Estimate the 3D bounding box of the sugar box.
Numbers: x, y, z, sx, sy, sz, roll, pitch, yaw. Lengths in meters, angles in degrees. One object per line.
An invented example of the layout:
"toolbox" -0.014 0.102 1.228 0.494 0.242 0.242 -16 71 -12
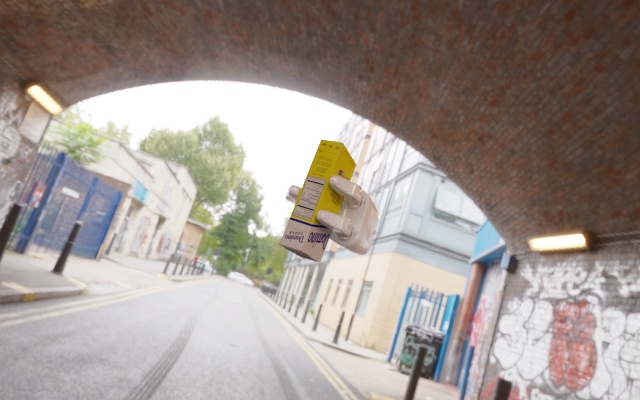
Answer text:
"sugar box" 0.001 0.002 0.741 0.048 0.176 0.093 14 -12 22
